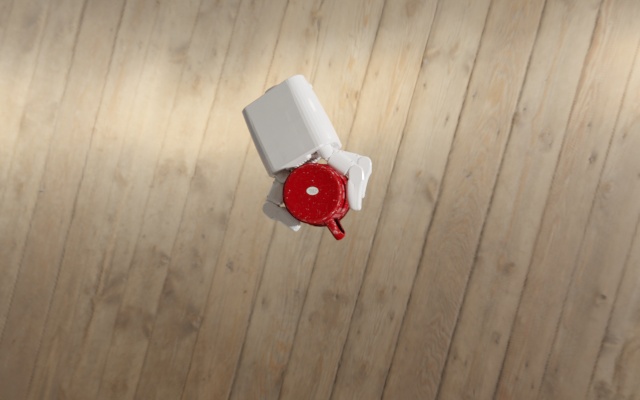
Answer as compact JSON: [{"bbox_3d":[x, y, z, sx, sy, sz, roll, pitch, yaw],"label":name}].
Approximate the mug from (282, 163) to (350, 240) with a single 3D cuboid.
[{"bbox_3d":[0.001,0.003,0.658,0.093,0.117,0.081,-27,-5,8],"label":"mug"}]
